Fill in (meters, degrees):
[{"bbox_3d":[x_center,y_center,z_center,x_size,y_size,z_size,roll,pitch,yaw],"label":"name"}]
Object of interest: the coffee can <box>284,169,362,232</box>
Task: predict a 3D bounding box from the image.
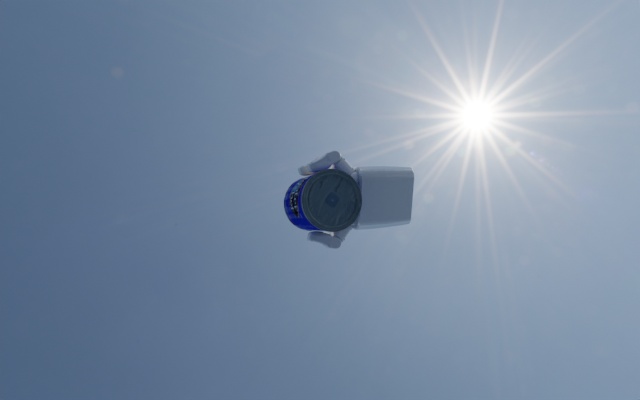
[{"bbox_3d":[0.000,0.003,0.835,0.103,0.103,0.140,0,-3,-17],"label":"coffee can"}]
